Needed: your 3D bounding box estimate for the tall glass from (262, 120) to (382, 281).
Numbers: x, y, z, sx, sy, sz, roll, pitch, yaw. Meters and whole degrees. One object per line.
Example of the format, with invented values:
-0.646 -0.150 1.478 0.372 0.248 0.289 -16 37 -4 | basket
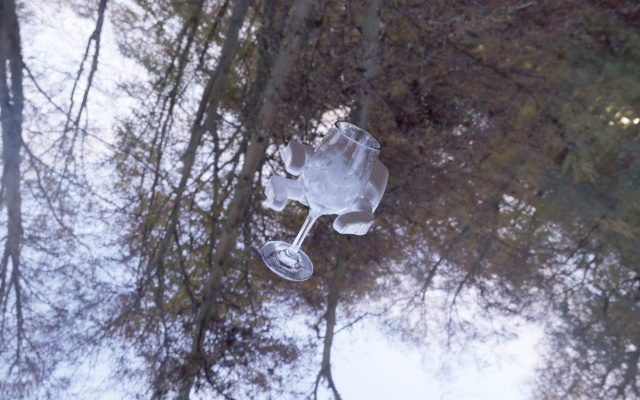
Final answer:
0.000 0.003 0.593 0.079 0.201 0.079 23 27 -12 | tall glass
